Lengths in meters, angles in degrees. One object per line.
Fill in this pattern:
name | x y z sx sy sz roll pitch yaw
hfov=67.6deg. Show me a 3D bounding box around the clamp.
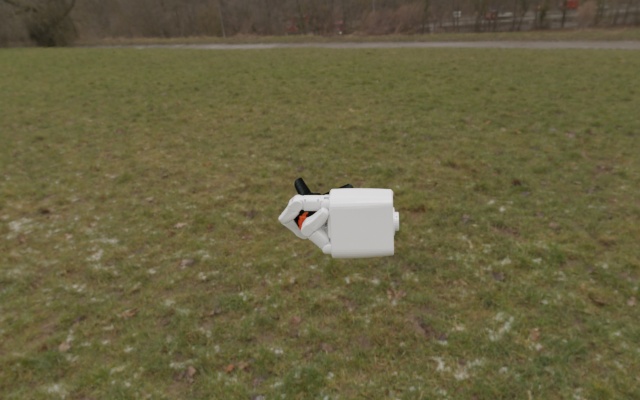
clamp | 0.000 0.002 0.894 0.120 0.039 0.171 -1 30 7
